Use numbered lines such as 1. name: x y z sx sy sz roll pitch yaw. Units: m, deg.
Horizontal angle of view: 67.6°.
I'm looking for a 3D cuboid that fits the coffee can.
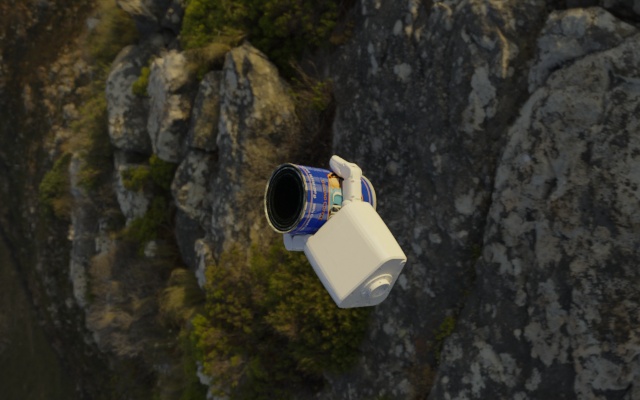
1. coffee can: 0.000 0.002 0.729 0.140 0.103 0.103 6 -4 -40
